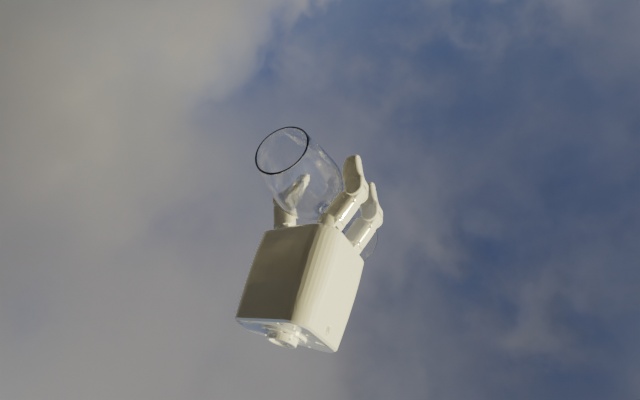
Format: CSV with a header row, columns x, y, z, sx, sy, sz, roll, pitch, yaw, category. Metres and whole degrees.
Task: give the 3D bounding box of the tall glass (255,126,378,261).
x,y,z,sx,sy,sz,roll,pitch,yaw,category
0.000,0.002,0.557,0.079,0.079,0.201,0,-33,29,tall glass
